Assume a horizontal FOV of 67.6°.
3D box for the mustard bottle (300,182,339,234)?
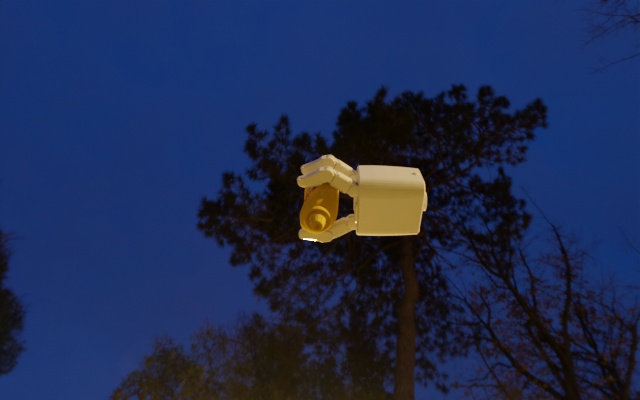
[{"bbox_3d":[0.000,0.002,0.807,0.058,0.096,0.191,24,22,-7],"label":"mustard bottle"}]
